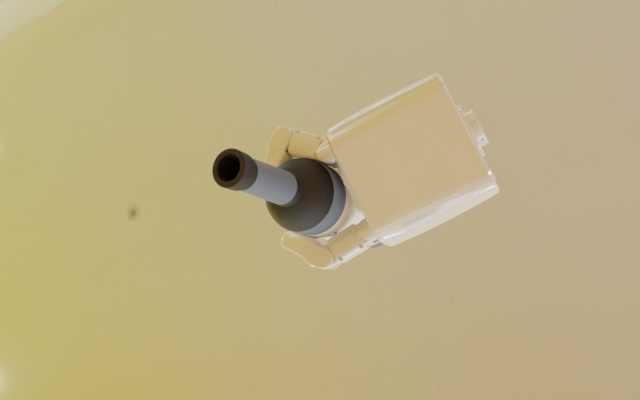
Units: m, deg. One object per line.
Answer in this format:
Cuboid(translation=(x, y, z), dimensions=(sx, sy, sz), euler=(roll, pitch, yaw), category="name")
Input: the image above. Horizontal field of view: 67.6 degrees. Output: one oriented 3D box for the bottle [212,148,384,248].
Cuboid(translation=(0.000, 0.002, 0.450), dimensions=(0.069, 0.069, 0.296), euler=(0, -9, 25), category="bottle")
